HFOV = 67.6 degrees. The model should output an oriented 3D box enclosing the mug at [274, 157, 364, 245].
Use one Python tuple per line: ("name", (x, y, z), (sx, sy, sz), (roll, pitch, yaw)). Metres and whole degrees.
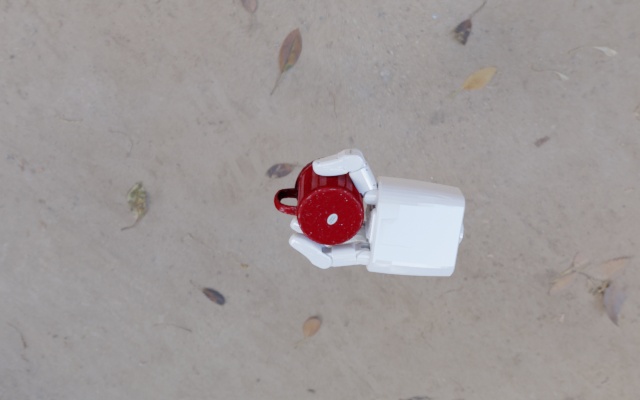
("mug", (-0.001, 0.002, 0.597), (0.117, 0.093, 0.081), (4, 26, -2))
